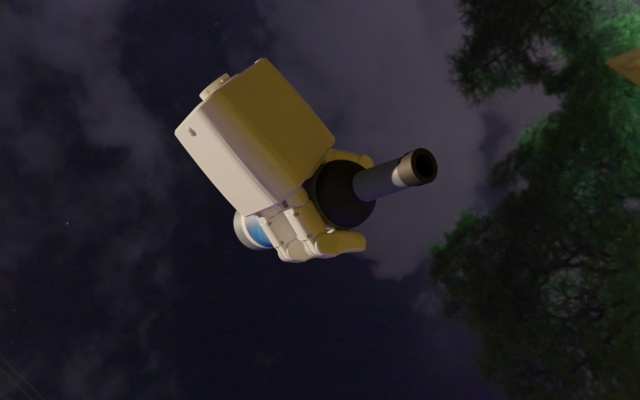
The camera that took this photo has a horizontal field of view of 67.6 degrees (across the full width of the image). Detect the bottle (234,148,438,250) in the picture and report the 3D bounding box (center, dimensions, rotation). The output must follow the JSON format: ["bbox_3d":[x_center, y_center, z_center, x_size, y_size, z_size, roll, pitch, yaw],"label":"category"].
[{"bbox_3d":[0.000,0.002,0.478,0.069,0.069,0.296,0,-11,-33],"label":"bottle"}]
